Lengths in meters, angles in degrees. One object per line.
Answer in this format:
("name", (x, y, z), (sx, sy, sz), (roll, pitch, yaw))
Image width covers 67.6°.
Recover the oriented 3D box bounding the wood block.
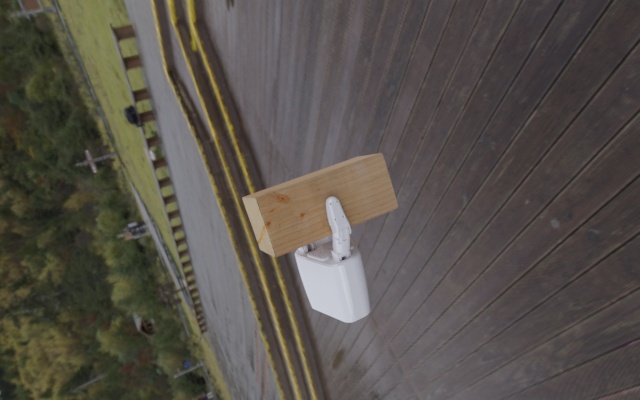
("wood block", (0.000, 0.003, 0.727), (0.206, 0.090, 0.091), (-21, 9, -20))
